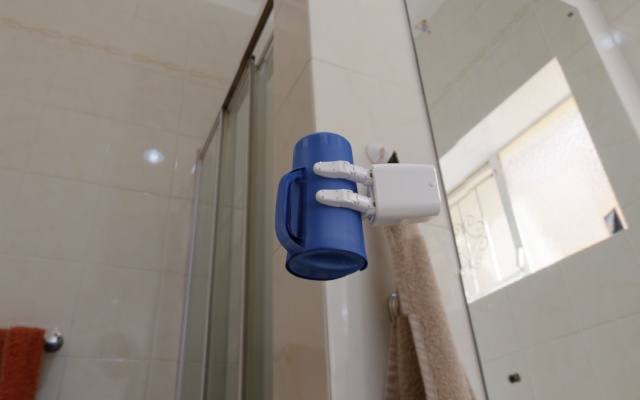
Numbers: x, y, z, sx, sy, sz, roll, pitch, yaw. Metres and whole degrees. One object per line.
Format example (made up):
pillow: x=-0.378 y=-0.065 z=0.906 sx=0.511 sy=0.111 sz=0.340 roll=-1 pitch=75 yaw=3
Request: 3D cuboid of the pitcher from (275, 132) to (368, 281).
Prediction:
pitcher: x=0.000 y=0.003 z=0.813 sx=0.145 sy=0.242 sz=0.149 roll=-1 pitch=-30 yaw=-2
